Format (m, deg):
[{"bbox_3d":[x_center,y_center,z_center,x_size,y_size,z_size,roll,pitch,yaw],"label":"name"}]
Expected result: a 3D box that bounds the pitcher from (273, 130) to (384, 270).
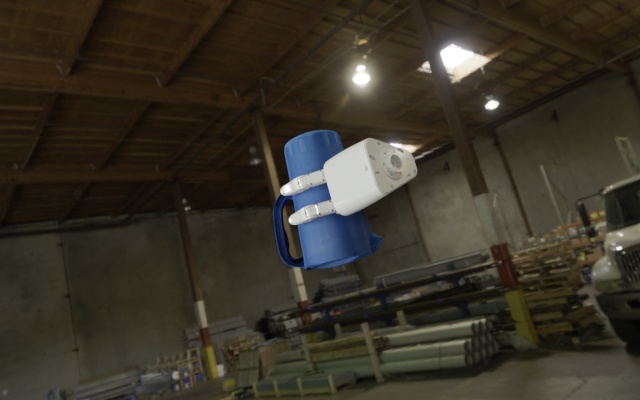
[{"bbox_3d":[0.000,0.003,0.876,0.149,0.242,0.145,-5,-14,-38],"label":"pitcher"}]
